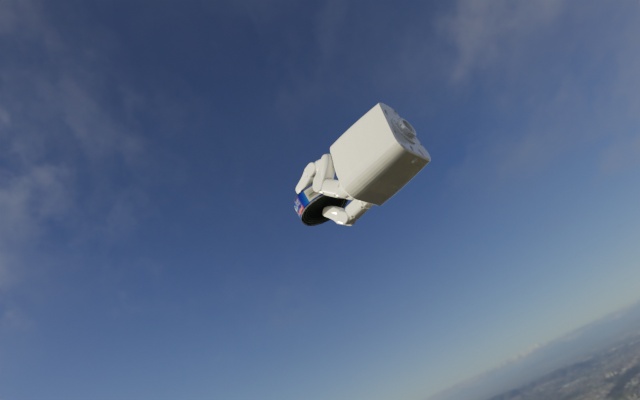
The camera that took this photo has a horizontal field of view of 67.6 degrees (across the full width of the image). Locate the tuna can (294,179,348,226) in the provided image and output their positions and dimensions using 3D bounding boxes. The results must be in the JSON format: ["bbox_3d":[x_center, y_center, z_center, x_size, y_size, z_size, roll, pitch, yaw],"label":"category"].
[{"bbox_3d":[0.000,0.002,0.788,0.086,0.033,0.086,-23,-29,-14],"label":"tuna can"}]
